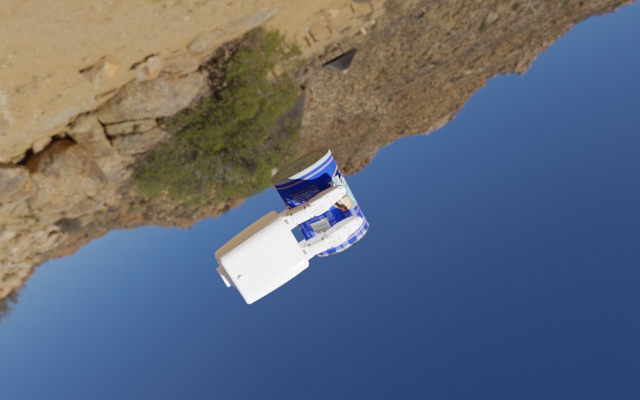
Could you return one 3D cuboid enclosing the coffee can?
[{"bbox_3d":[0.000,0.002,0.756,0.103,0.140,0.102,-27,16,9],"label":"coffee can"}]
